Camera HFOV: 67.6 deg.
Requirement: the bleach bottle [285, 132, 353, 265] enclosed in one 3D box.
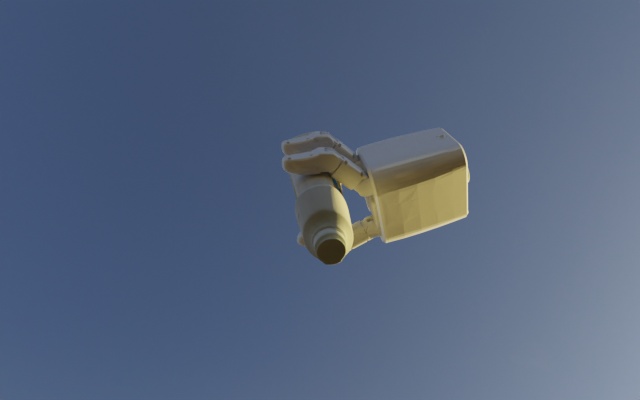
[{"bbox_3d":[0.000,0.002,0.558,0.068,0.103,0.250,-18,26,2],"label":"bleach bottle"}]
